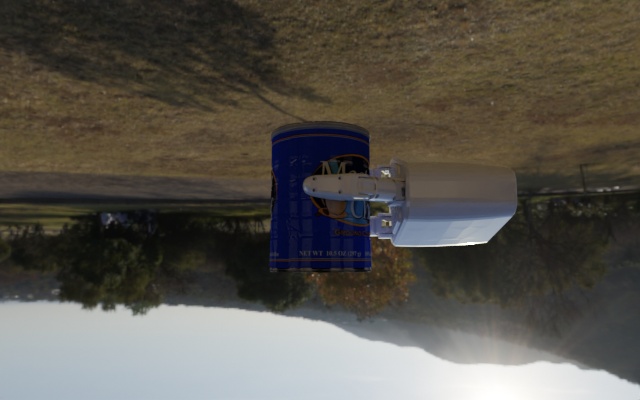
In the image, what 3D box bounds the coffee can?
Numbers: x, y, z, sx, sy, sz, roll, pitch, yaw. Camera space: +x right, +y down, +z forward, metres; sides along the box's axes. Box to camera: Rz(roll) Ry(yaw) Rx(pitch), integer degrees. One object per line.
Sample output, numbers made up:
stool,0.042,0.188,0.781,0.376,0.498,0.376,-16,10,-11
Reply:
coffee can,0.000,0.001,0.485,0.103,0.140,0.103,0,-7,0
